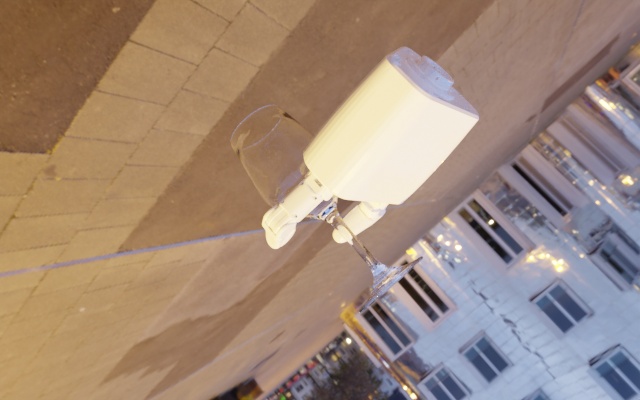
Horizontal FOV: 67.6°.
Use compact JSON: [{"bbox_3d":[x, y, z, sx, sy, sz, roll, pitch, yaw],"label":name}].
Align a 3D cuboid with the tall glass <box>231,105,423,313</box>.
[{"bbox_3d":[0.000,0.002,0.445,0.079,0.201,0.079,-38,-14,-12],"label":"tall glass"}]
